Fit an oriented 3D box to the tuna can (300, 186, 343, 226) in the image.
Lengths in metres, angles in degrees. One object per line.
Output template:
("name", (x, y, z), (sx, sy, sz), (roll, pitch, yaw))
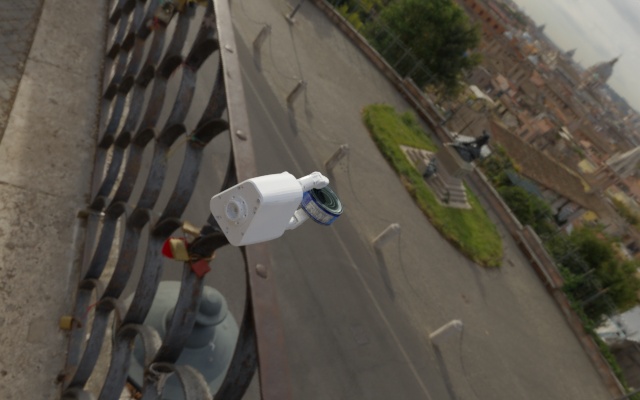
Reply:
("tuna can", (0.001, 0.002, 0.876), (0.034, 0.086, 0.086), (-44, -22, 25))
